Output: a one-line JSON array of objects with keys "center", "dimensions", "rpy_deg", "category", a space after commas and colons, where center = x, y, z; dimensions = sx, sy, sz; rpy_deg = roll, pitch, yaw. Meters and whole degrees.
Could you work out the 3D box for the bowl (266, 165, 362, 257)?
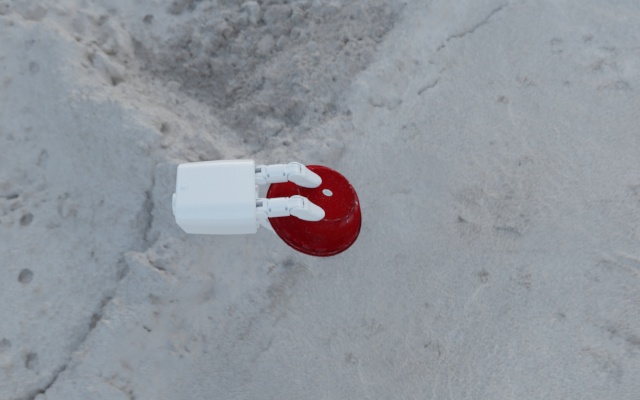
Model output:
[{"center": [0.001, 0.002, 0.733], "dimensions": [0.162, 0.162, 0.055], "rpy_deg": [0, -29, -23], "category": "bowl"}]
